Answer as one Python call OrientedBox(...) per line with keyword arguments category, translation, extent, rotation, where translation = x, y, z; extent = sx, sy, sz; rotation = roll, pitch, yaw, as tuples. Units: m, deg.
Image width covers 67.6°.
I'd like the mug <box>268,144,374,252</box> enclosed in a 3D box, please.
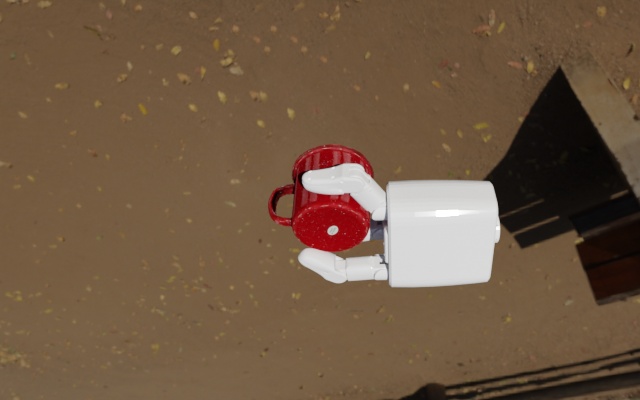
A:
OrientedBox(category="mug", translation=(-0.001, 0.002, 0.516), extent=(0.117, 0.081, 0.093), rotation=(-3, -43, 8))
